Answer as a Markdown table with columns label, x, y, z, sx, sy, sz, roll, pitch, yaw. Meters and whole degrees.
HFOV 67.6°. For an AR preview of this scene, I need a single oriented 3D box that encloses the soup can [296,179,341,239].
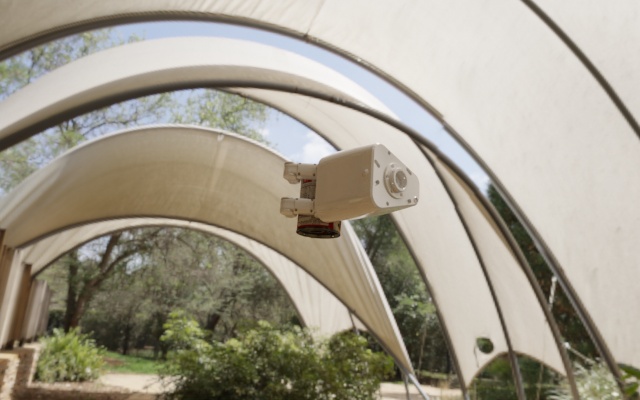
| label | x | y | z | sx | sy | sz | roll | pitch | yaw |
| --- | --- | --- | --- | --- | --- | --- | --- | --- | --- |
| soup can | 0.000 | 0.002 | 0.736 | 0.068 | 0.102 | 0.068 | 4 | -16 | 1 |
